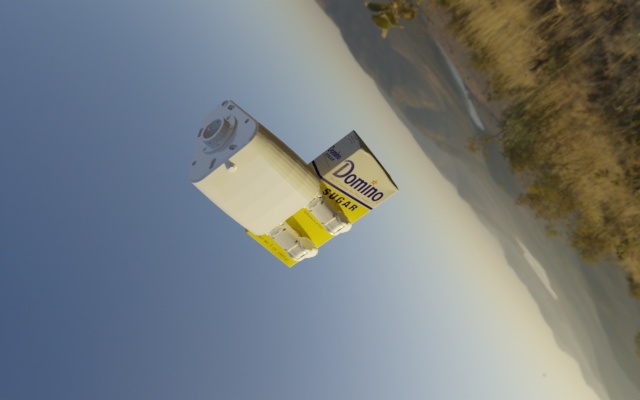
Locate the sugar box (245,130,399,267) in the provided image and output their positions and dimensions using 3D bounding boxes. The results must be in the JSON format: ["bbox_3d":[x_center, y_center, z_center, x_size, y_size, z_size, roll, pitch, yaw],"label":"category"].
[{"bbox_3d":[0.000,0.002,0.597,0.176,0.048,0.093,-35,-51,13],"label":"sugar box"}]
